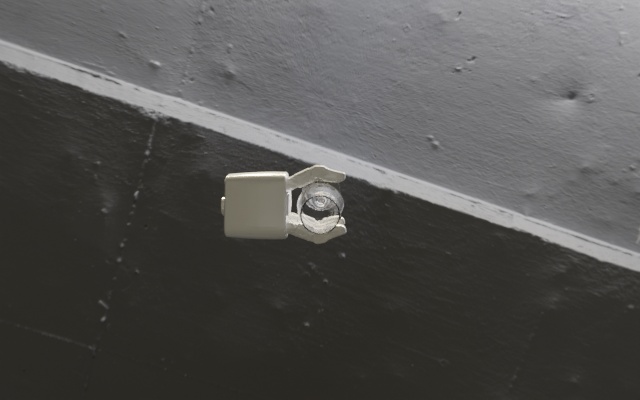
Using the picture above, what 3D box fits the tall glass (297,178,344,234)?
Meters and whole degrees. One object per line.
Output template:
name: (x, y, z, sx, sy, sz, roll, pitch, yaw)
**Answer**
tall glass: (0.000, 0.003, 0.829, 0.079, 0.079, 0.201, 0, 11, 0)
